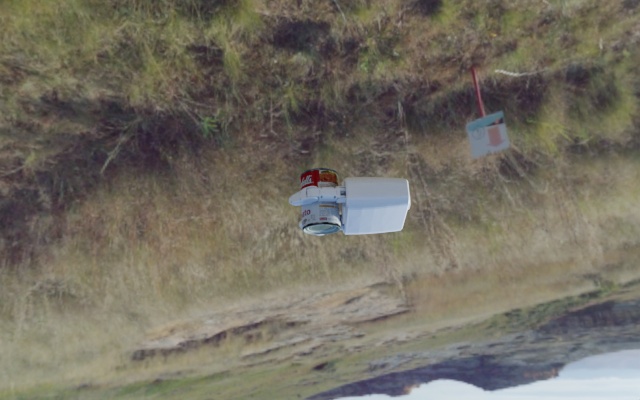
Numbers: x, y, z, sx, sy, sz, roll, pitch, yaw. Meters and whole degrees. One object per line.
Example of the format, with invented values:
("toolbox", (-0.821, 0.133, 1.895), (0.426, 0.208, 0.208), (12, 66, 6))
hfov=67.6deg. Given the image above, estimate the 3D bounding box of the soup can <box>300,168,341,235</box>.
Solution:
("soup can", (0.000, 0.003, 0.833), (0.068, 0.102, 0.068), (-2, -19, -1))
